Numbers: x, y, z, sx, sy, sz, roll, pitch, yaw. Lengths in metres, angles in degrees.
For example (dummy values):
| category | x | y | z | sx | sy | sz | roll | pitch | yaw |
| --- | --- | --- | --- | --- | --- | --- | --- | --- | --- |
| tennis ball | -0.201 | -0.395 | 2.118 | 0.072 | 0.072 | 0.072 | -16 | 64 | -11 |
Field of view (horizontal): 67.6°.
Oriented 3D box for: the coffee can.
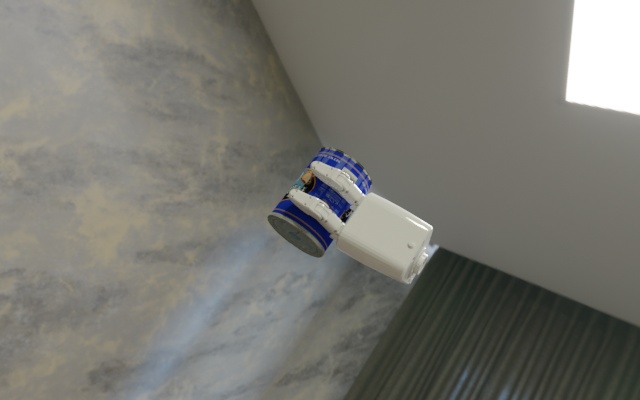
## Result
| category | x | y | z | sx | sy | sz | roll | pitch | yaw |
| --- | --- | --- | --- | --- | --- | --- | --- | --- | --- |
| coffee can | 0.000 | 0.002 | 0.741 | 0.103 | 0.140 | 0.103 | 32 | -19 | 13 |
